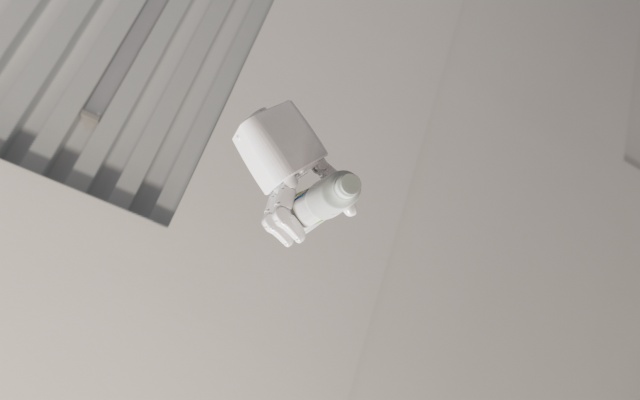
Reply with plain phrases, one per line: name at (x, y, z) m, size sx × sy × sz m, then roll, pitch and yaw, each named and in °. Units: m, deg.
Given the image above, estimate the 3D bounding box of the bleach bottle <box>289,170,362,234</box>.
bleach bottle at (0.000, 0.002, 0.719) m, size 0.102 × 0.068 × 0.251 m, roll -34°, pitch 1°, yaw -25°
